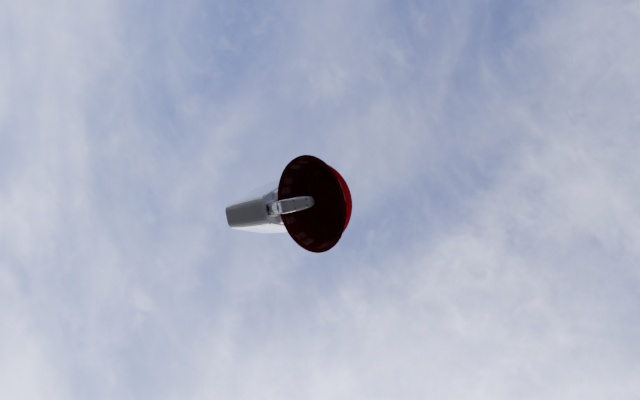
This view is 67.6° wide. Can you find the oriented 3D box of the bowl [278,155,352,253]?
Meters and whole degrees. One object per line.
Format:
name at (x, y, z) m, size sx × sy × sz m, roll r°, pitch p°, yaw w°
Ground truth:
bowl at (0.001, 0.003, 0.793) m, size 0.055 × 0.162 × 0.162 m, roll -12°, pitch 8°, yaw -43°
